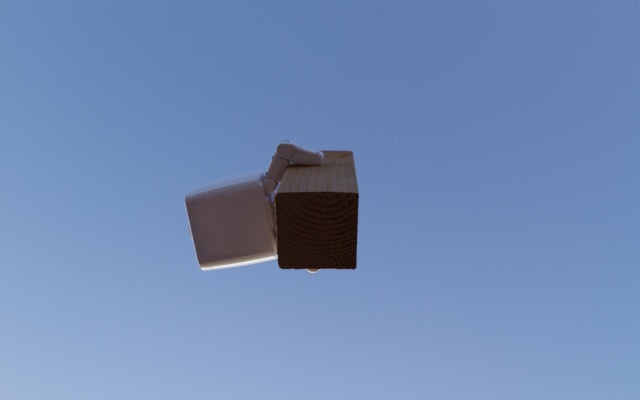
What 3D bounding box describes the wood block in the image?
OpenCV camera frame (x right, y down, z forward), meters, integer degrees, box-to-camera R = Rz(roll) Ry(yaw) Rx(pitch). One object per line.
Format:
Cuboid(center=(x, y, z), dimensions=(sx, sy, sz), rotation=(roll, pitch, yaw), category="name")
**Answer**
Cuboid(center=(0.000, 0.002, 0.606), dimensions=(0.090, 0.091, 0.206), rotation=(0, 18, 2), category="wood block")
